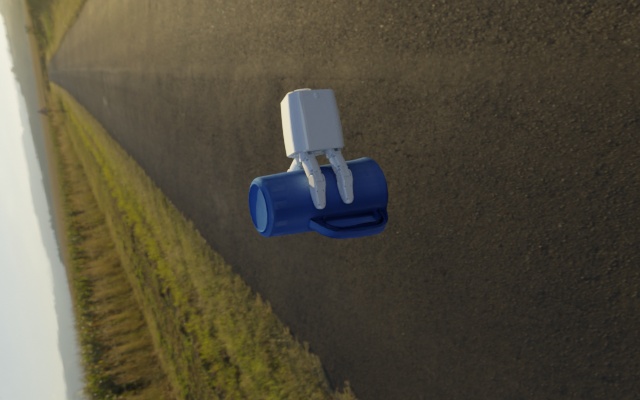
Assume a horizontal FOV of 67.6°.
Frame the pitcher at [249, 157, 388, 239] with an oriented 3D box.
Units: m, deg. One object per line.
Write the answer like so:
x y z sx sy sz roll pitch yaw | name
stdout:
0.000 0.003 0.889 0.243 0.145 0.149 -10 2 -27 | pitcher
